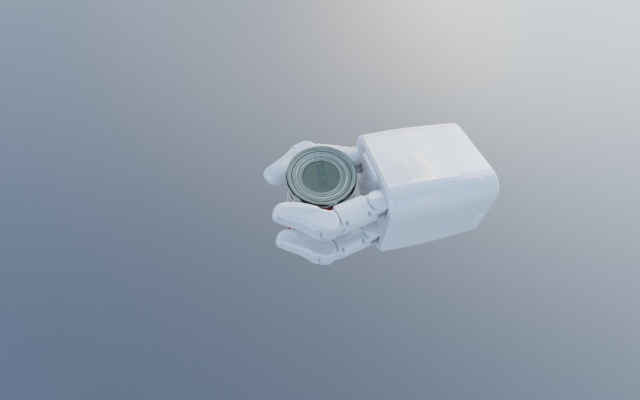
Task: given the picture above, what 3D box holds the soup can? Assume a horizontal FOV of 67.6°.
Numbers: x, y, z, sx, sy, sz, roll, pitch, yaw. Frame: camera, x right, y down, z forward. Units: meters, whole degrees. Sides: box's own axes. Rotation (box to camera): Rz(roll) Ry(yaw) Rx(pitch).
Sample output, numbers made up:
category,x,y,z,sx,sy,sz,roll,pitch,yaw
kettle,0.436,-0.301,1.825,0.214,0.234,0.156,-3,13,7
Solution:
category,x,y,z,sx,sy,sz,roll,pitch,yaw
soup can,0.000,0.001,0.480,0.068,0.068,0.102,0,-30,-2
